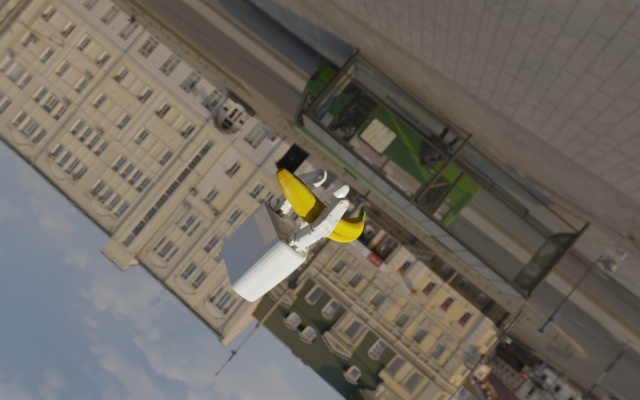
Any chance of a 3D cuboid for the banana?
[{"bbox_3d":[0.006,0.018,0.690,0.037,0.069,0.198,-33,-39,24],"label":"banana"}]
